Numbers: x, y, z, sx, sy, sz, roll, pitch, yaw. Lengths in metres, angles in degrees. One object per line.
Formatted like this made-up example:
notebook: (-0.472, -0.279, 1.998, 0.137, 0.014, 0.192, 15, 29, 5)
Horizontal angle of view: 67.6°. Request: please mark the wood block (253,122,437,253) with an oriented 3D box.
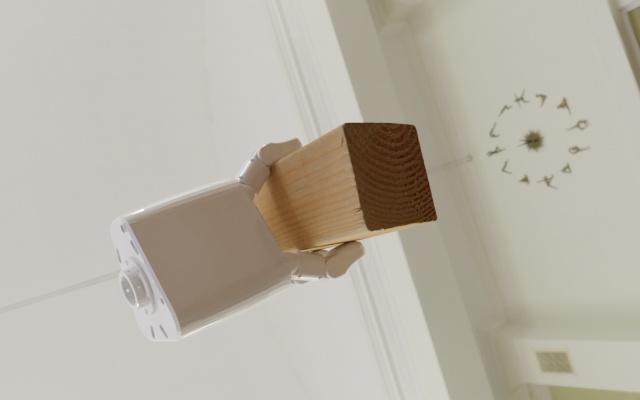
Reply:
wood block: (0.000, 0.001, 0.474, 0.090, 0.091, 0.206, -6, -9, -38)
